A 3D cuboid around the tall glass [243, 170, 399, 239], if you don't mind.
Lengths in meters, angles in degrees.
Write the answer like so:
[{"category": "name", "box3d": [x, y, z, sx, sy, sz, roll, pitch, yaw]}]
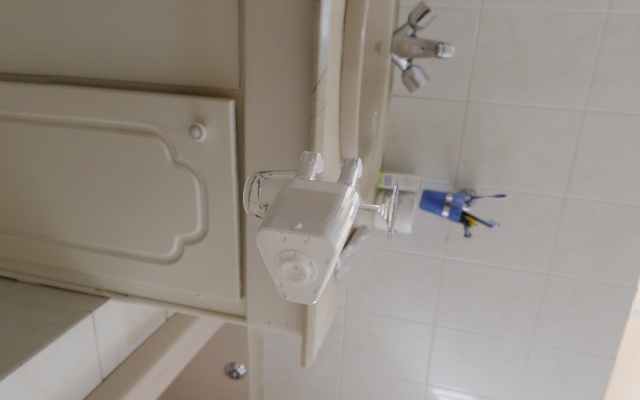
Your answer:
[{"category": "tall glass", "box3d": [0.001, 0.002, 0.646, 0.201, 0.079, 0.079, 7, 2, 13]}]
